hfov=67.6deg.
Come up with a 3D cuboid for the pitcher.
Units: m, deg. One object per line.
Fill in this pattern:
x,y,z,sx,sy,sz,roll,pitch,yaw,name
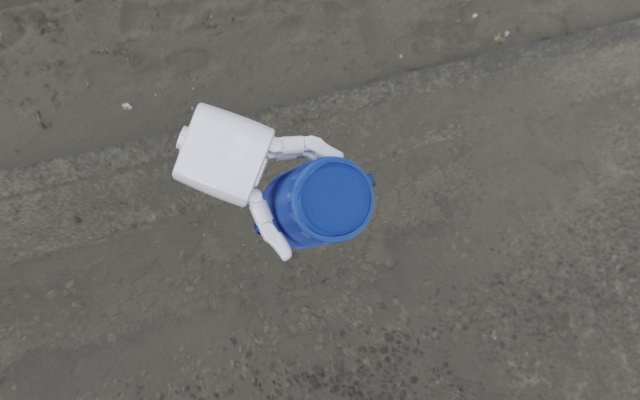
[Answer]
0.000,0.002,0.695,0.145,0.149,0.243,24,-9,-11,pitcher
